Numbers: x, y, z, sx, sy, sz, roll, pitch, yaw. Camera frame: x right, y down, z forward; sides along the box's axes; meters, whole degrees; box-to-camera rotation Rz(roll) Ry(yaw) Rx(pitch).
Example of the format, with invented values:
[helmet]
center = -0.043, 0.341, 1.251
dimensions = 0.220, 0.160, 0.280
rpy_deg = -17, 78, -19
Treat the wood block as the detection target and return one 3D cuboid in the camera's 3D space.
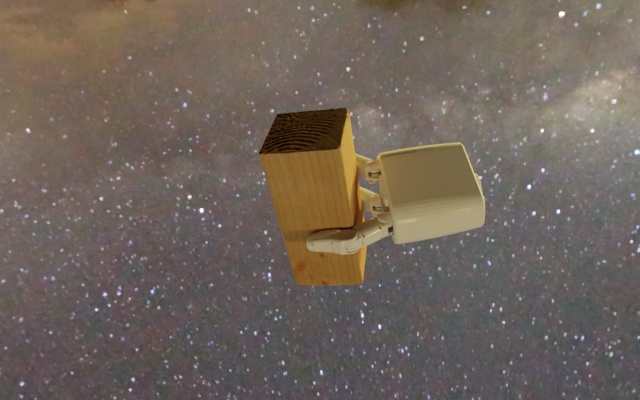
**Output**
[wood block]
center = 0.000, 0.002, 0.587
dimensions = 0.090, 0.206, 0.090
rpy_deg = -2, 38, 13
